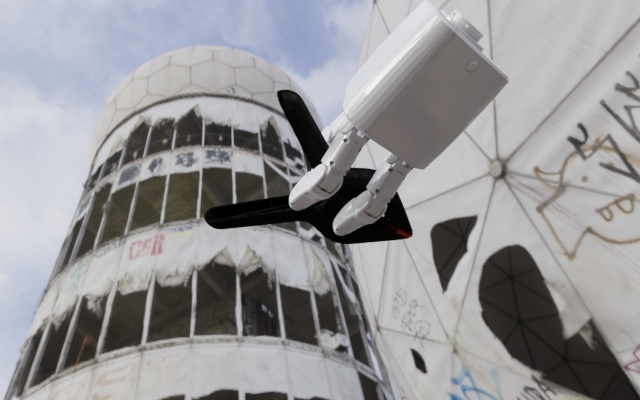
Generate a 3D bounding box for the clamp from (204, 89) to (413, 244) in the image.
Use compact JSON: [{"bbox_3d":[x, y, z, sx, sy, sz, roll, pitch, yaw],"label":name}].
[{"bbox_3d":[0.001,0.001,0.480,0.210,0.036,0.165,28,-58,-29],"label":"clamp"}]
